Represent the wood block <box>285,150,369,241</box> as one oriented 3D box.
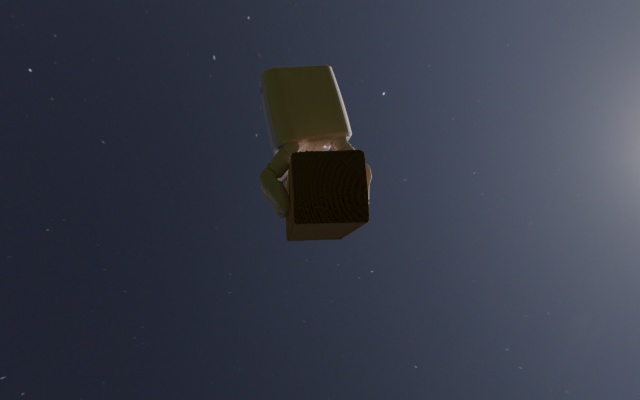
[{"bbox_3d":[0.000,0.002,0.661,0.091,0.090,0.206,-2,-10,-7],"label":"wood block"}]
